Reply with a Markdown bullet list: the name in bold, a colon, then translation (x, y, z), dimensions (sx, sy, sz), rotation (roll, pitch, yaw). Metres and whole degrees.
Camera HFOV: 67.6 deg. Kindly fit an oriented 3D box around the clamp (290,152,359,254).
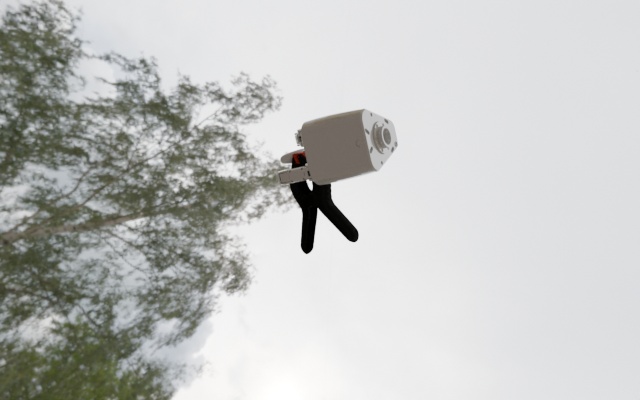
- **clamp**: translation (0.000, 0.002, 0.775), dimensions (0.120, 0.171, 0.039), rotation (-9, 8, 35)
